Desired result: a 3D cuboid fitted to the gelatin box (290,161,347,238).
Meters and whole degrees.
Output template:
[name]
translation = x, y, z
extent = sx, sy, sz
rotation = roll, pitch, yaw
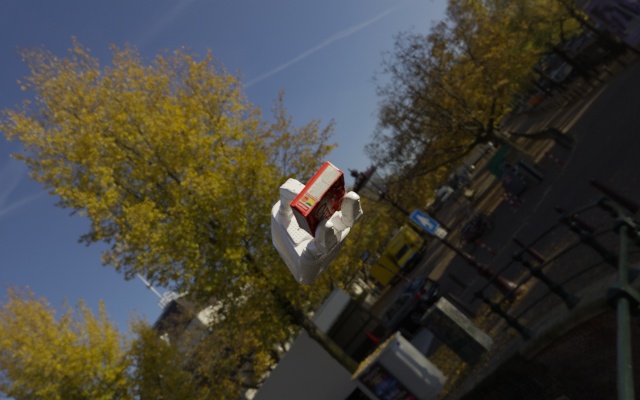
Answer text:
[gelatin box]
translation = 0.000, 0.002, 0.610
extent = 0.030, 0.073, 0.089
rotation = 36, -14, 18
